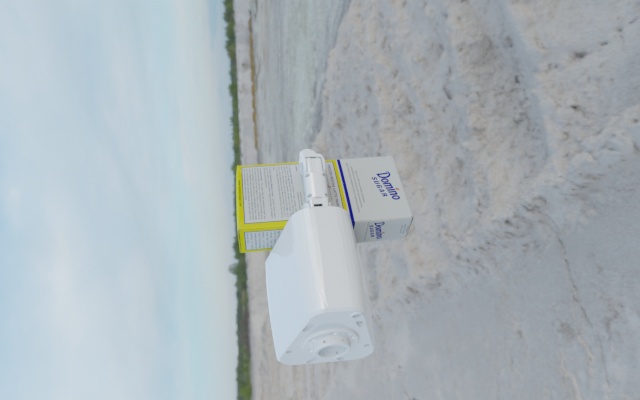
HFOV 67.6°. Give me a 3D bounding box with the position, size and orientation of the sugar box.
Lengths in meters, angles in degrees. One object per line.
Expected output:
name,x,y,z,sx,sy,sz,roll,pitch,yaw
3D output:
sugar box,0.000,0.002,0.509,0.176,0.093,0.048,-2,-40,-9
